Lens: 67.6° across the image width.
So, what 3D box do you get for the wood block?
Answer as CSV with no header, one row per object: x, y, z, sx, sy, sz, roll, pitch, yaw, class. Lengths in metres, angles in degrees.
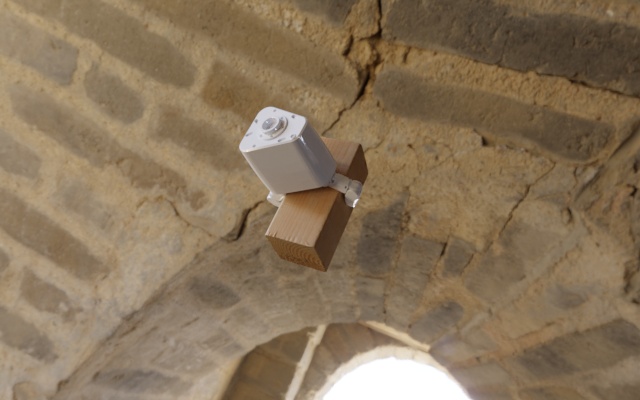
0.000,0.002,0.807,0.091,0.206,0.090,14,-28,23,wood block
